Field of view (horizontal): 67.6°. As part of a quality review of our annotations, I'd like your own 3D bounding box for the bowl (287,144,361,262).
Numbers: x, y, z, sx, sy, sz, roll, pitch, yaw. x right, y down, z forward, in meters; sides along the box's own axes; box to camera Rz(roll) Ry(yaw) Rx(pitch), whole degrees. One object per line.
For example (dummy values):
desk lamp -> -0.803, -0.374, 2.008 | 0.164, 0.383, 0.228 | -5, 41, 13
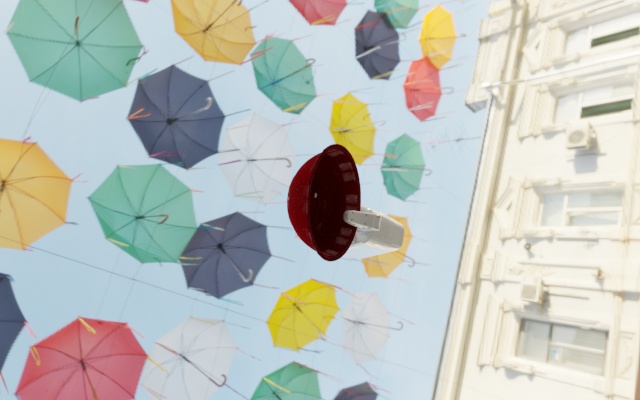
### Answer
bowl -> -0.001, 0.002, 0.667 | 0.055, 0.162, 0.162 | 3, 1, 28
